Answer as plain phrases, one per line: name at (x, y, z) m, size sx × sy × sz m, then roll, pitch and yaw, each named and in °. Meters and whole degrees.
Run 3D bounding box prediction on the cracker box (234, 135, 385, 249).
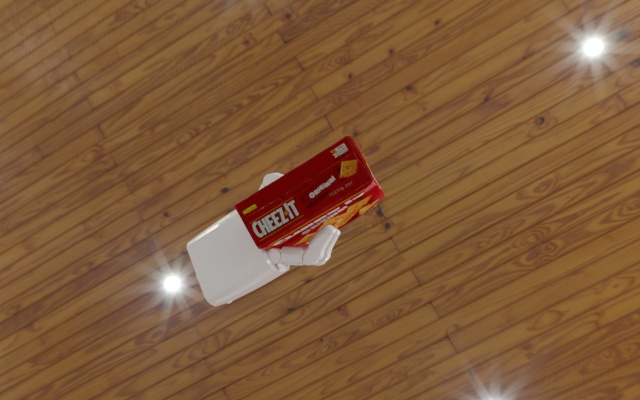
cracker box at (0.000, 0.002, 0.659) m, size 0.164 × 0.072 × 0.214 m, roll -32°, pitch -10°, yaw 7°
